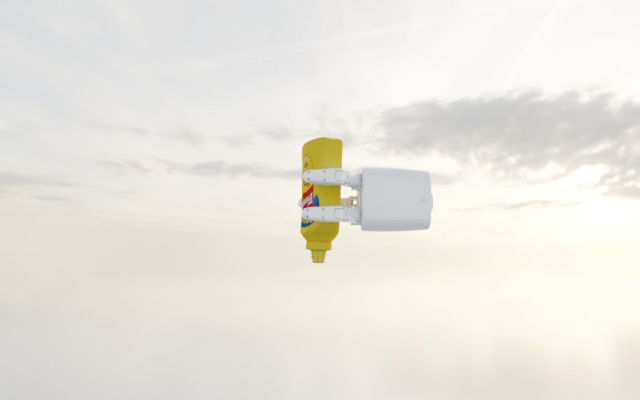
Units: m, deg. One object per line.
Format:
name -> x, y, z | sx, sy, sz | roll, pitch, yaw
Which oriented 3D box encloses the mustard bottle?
mustard bottle -> 0.000, 0.002, 0.752 | 0.058, 0.191, 0.096 | 4, -7, -23
